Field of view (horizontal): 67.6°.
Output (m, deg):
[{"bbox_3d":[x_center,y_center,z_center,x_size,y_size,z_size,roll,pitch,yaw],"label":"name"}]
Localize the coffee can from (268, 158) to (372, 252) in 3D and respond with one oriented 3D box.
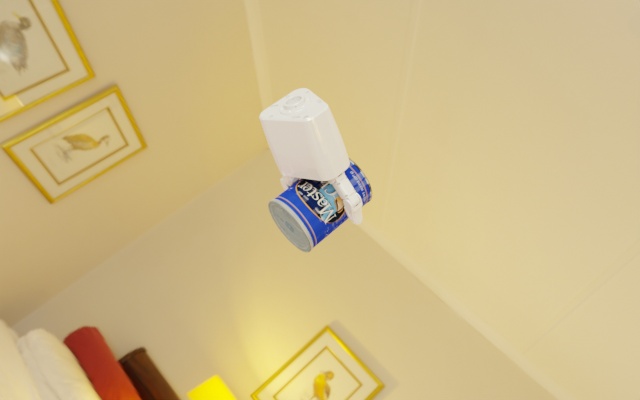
[{"bbox_3d":[0.000,0.003,0.785,0.140,0.103,0.103,-38,16,-22],"label":"coffee can"}]
